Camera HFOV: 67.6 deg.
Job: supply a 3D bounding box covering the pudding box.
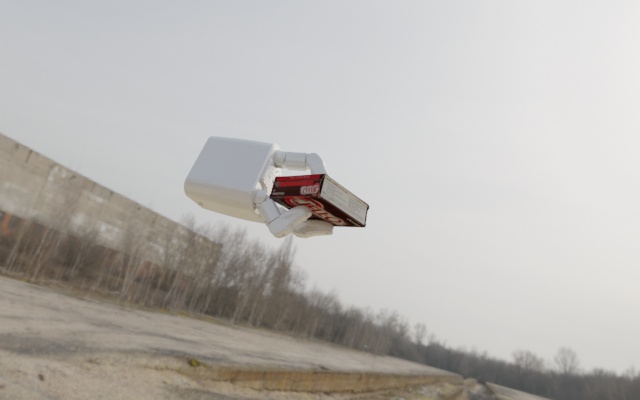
[{"bbox_3d":[0.000,0.002,0.658,0.090,0.039,0.113,0,-20,40],"label":"pudding box"}]
